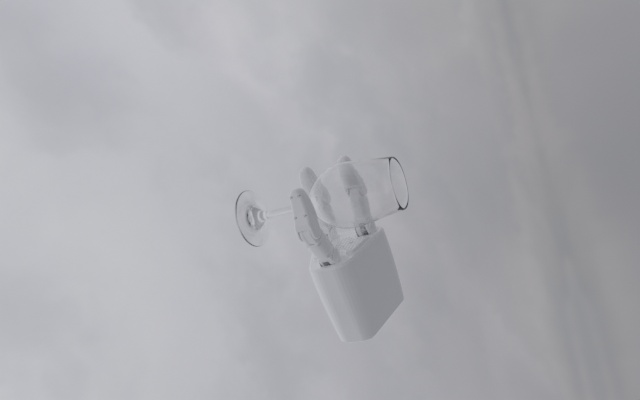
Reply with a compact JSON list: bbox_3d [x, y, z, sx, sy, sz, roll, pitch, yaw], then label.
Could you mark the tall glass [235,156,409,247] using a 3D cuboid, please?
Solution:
[{"bbox_3d":[-0.001,0.002,0.573,0.201,0.079,0.079,-14,-6,25],"label":"tall glass"}]
